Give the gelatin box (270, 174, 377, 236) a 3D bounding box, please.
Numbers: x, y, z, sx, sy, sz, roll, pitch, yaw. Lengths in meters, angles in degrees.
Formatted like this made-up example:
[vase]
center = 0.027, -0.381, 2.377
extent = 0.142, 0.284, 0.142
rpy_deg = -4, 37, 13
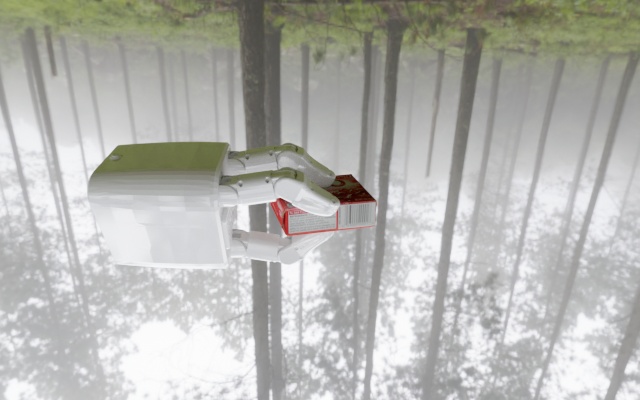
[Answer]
[gelatin box]
center = 0.000, 0.002, 0.460
extent = 0.089, 0.030, 0.073
rpy_deg = -5, 24, -14
